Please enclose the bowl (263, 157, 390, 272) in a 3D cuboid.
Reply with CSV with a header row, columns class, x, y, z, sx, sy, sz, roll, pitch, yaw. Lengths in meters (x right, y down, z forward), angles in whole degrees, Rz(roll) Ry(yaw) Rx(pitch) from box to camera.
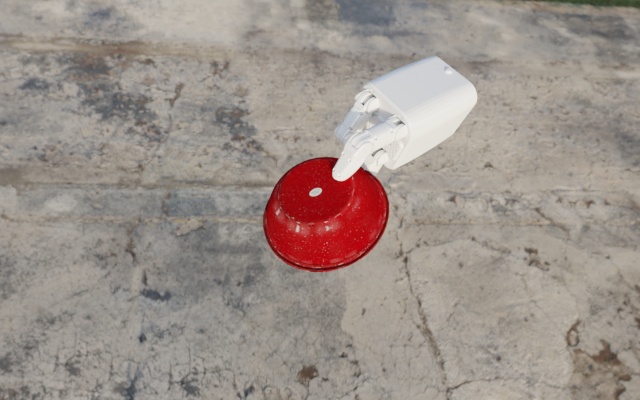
class,x,y,z,sx,sy,sz,roll,pitch,yaw
bowl,-0.001,0.003,0.576,0.162,0.162,0.055,0,-32,14
